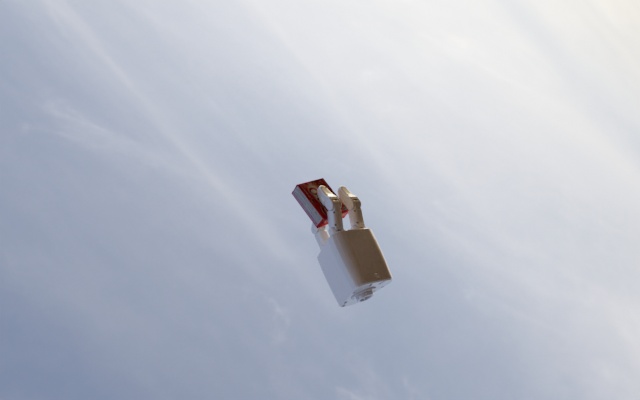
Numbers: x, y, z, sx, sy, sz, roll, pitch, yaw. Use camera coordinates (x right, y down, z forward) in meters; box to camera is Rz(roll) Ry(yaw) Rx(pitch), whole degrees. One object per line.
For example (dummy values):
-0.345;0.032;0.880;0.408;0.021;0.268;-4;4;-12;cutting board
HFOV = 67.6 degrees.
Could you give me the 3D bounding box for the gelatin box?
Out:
0.000;0.003;0.898;0.073;0.089;0.030;-17;-28;-45;gelatin box
